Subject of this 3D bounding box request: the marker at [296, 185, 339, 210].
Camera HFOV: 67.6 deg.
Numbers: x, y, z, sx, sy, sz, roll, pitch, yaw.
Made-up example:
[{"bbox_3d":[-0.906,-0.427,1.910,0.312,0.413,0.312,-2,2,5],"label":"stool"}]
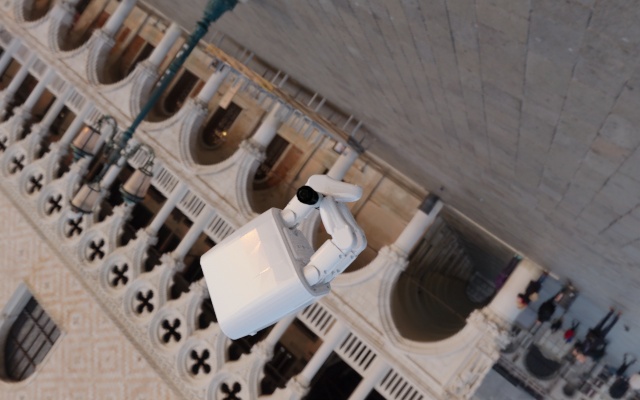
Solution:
[{"bbox_3d":[0.000,0.002,0.521,0.020,0.020,0.121,0,-8,16],"label":"marker"}]
